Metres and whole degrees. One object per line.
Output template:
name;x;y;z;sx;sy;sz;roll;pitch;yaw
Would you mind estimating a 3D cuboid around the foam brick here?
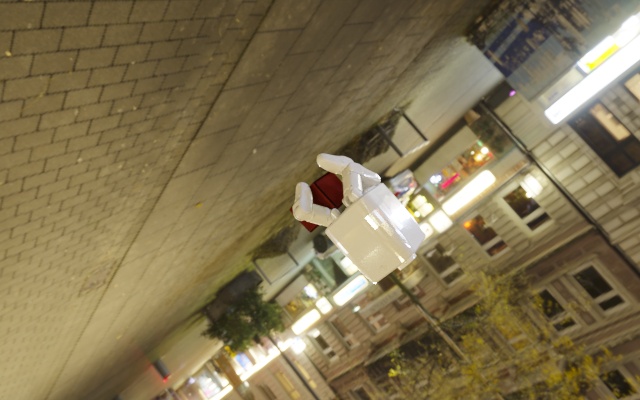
foam brick;0.000;0.002;0.736;0.053;0.051;0.078;-38;-7;-47
